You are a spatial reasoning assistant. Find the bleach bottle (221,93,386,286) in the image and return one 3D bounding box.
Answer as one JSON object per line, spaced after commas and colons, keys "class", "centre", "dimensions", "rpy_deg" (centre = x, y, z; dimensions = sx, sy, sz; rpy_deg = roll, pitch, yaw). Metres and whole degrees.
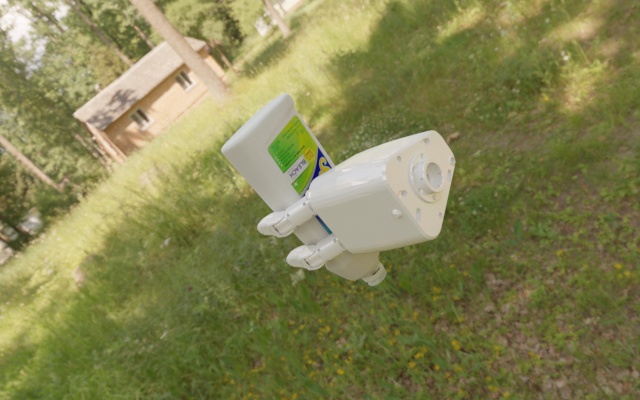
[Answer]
{"class": "bleach bottle", "centre": [0.000, 0.002, 0.574], "dimensions": [0.068, 0.251, 0.102], "rpy_deg": [-17, 29, 49]}
